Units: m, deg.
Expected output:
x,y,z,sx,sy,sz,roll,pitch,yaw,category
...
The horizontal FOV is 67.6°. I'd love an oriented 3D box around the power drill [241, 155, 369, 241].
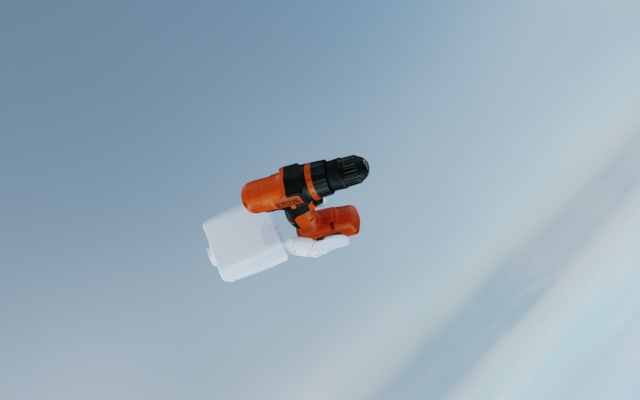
x,y,z,sx,sy,sz,roll,pitch,yaw,category
0.000,0.003,0.714,0.184,0.057,0.188,-13,-29,15,power drill
